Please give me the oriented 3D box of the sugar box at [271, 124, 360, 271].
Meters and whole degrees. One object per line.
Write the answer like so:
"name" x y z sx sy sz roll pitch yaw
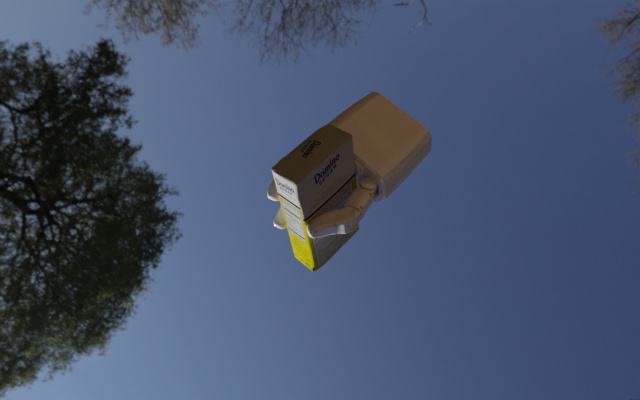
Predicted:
"sugar box" 0.000 0.002 0.578 0.048 0.176 0.093 31 60 31
